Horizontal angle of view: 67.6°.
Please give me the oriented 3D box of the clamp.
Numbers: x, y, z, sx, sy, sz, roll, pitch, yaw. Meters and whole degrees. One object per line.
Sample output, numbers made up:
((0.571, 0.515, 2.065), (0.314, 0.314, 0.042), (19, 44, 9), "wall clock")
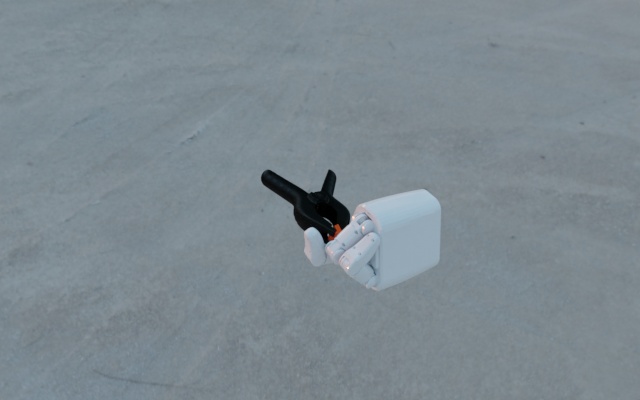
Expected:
((0.000, 0.002, 0.684), (0.120, 0.039, 0.171), (-13, 44, -28), "clamp")
